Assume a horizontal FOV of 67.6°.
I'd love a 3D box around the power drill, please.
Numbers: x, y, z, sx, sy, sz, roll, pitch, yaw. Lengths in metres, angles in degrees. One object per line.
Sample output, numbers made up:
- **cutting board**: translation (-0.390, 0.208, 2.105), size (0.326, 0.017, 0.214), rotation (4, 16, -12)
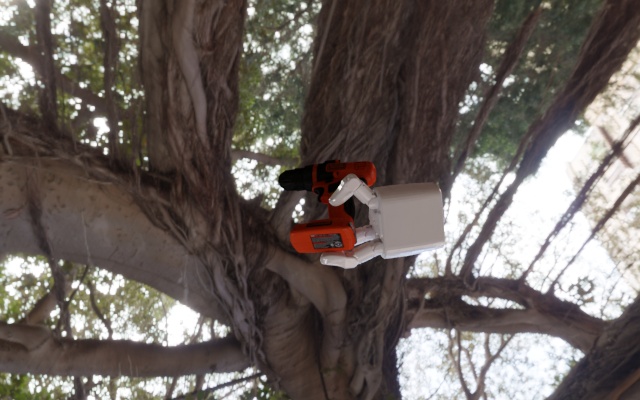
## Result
- **power drill**: translation (0.000, 0.003, 0.829), size (0.184, 0.187, 0.057), rotation (-6, -46, 16)
